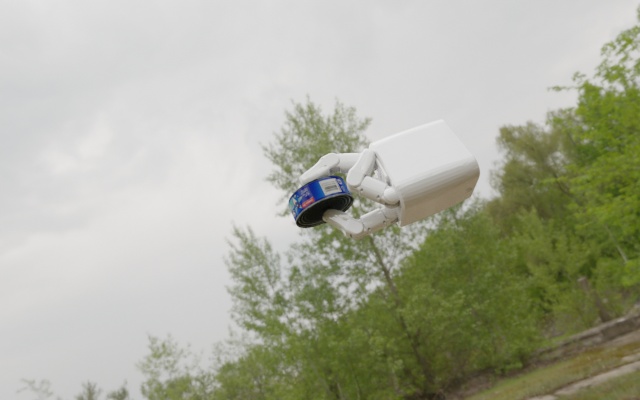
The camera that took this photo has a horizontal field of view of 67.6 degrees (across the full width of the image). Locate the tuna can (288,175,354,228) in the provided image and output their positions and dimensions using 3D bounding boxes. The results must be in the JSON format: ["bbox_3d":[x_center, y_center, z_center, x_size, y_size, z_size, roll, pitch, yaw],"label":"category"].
[{"bbox_3d":[0.000,0.002,0.652,0.086,0.033,0.086,-22,-22,-9],"label":"tuna can"}]
